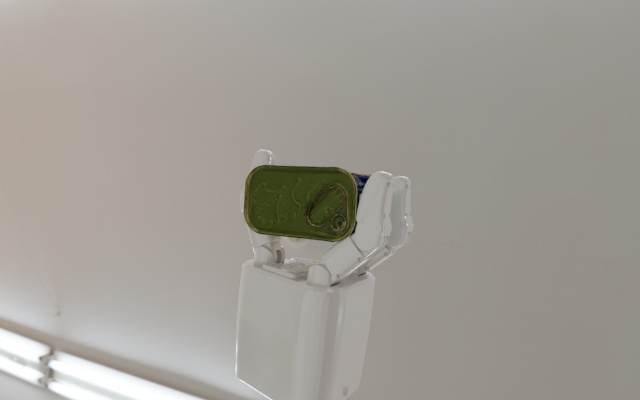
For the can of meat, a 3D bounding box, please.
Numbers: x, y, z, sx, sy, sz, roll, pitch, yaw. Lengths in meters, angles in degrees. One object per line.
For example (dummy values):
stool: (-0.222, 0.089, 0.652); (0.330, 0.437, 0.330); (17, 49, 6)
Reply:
can of meat: (0.000, 0.001, 0.413); (0.102, 0.057, 0.084); (4, 1, 27)
